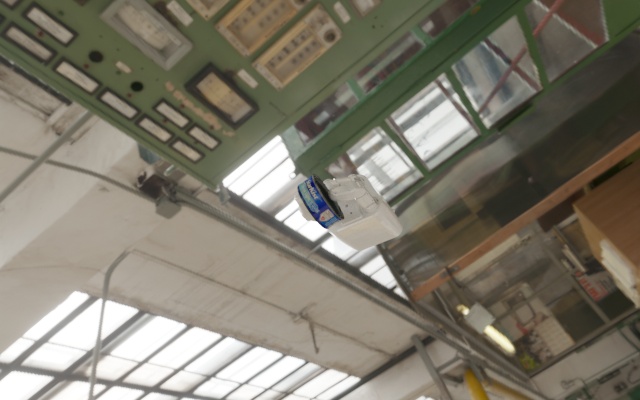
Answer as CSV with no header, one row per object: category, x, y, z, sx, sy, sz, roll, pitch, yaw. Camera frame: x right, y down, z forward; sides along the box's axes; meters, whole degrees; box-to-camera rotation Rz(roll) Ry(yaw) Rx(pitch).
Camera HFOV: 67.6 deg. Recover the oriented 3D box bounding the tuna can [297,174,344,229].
tuna can,0.000,0.003,0.755,0.034,0.086,0.086,-34,-6,9
